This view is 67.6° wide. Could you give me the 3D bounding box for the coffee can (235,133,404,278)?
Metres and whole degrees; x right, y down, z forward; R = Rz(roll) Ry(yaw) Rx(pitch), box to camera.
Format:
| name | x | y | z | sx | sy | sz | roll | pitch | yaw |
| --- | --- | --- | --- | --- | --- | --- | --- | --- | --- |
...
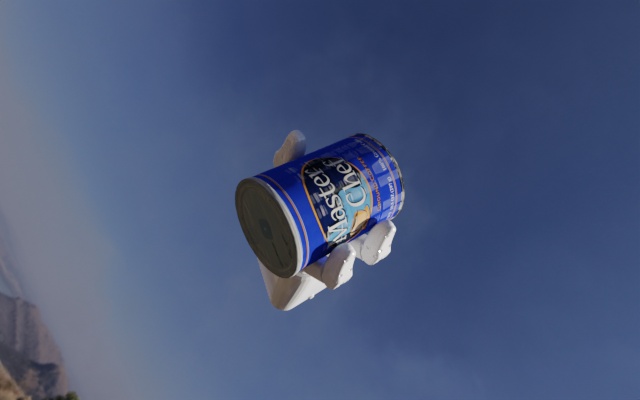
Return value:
| name | x | y | z | sx | sy | sz | roll | pitch | yaw |
| --- | --- | --- | --- | --- | --- | --- | --- | --- | --- |
| coffee can | 0.000 | 0.001 | 0.485 | 0.140 | 0.103 | 0.103 | -26 | 14 | -31 |
